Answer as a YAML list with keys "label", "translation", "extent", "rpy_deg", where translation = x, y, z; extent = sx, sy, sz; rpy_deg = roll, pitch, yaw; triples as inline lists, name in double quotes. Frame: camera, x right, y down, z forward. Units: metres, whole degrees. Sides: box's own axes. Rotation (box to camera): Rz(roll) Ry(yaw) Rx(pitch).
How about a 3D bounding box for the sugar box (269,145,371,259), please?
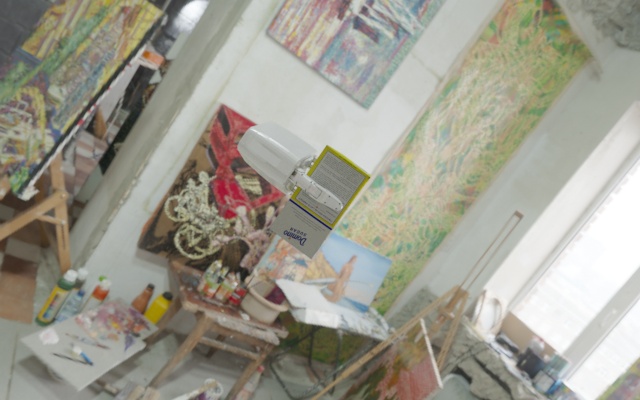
- label: "sugar box"
  translation: [0.000, 0.002, 0.824]
  extent: [0.093, 0.176, 0.048]
  rpy_deg: [36, 10, 5]
